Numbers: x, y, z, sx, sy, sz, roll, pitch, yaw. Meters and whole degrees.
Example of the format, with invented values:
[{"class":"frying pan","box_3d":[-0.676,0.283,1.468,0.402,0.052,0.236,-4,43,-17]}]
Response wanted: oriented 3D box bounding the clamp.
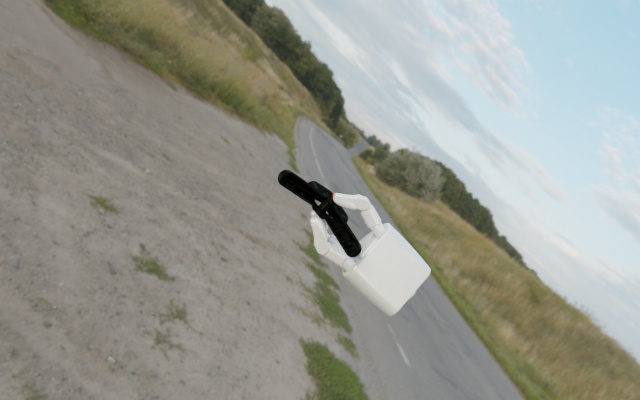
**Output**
[{"class":"clamp","box_3d":[0.001,0.002,0.777,0.036,0.164,0.210,-42,8,8]}]
